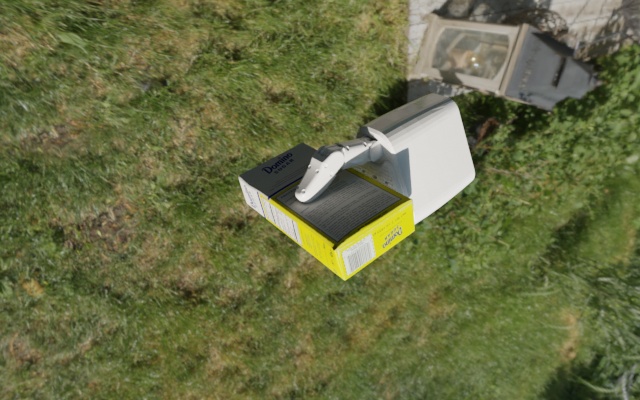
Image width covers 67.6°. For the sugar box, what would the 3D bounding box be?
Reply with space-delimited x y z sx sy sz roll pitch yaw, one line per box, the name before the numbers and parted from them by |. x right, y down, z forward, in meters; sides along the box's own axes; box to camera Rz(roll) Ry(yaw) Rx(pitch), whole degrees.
sugar box | 0.000 0.002 0.490 0.093 0.048 0.176 -31 37 -24
